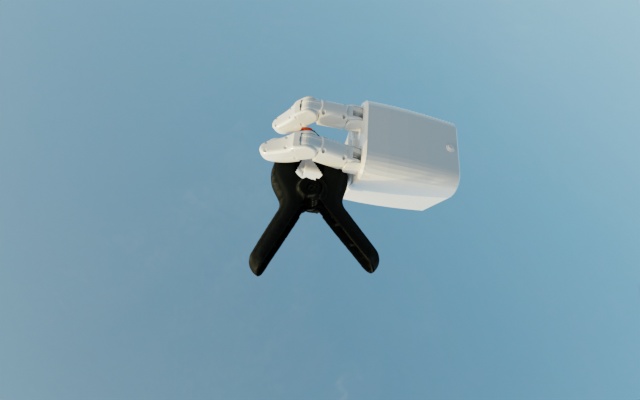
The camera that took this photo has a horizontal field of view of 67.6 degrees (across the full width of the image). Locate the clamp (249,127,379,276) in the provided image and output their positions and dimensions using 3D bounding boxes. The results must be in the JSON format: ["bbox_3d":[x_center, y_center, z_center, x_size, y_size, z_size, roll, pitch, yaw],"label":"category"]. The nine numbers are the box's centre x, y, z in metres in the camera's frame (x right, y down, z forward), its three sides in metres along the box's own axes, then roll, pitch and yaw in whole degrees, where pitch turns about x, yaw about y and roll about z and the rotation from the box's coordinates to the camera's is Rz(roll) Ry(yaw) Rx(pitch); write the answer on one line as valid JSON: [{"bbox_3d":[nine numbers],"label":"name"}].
[{"bbox_3d":[0.000,0.002,0.479,0.120,0.171,0.039,10,-30,-7],"label":"clamp"}]
